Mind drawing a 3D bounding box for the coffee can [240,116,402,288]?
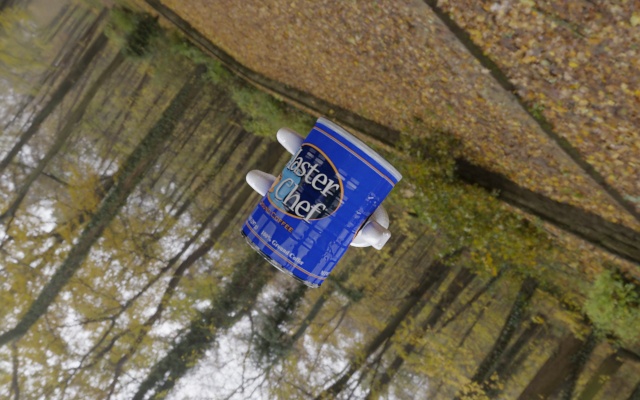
[{"bbox_3d":[0.000,0.001,0.485,0.103,0.140,0.103,36,3,-2],"label":"coffee can"}]
